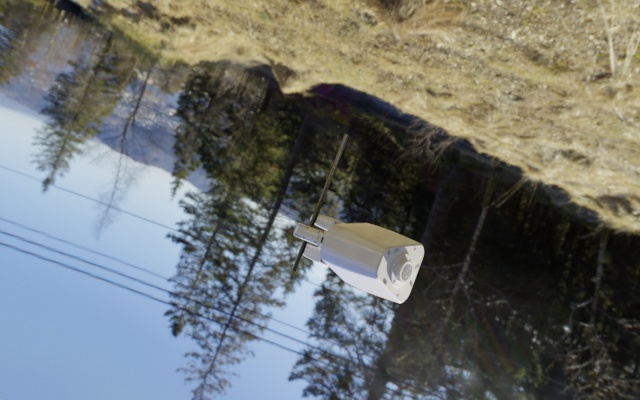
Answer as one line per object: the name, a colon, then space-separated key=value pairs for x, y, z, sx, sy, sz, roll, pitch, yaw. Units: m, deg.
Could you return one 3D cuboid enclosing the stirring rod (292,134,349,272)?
stirring rod: x=0.000 y=0.002 z=0.784 sx=0.011 sy=0.239 sz=0.011 roll=21 pitch=-4 yaw=2
